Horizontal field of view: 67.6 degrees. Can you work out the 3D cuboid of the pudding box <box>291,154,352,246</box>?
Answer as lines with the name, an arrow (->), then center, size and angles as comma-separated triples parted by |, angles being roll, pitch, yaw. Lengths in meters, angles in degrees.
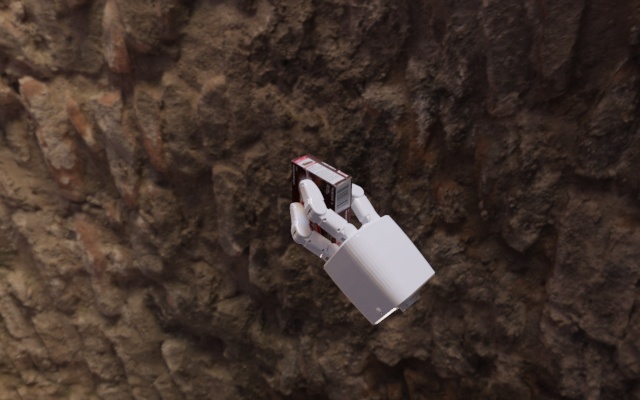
pudding box -> 0.000, 0.002, 0.678 | 0.039, 0.114, 0.090 | -27, 43, -37
